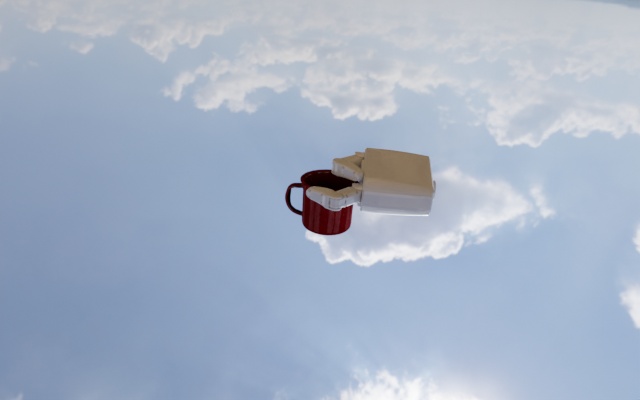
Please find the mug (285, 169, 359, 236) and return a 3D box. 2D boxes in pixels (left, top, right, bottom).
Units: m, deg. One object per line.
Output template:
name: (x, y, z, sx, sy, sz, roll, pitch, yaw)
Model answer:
mug: (-0.001, 0.003, 0.771, 0.117, 0.081, 0.093, 6, 25, 5)
